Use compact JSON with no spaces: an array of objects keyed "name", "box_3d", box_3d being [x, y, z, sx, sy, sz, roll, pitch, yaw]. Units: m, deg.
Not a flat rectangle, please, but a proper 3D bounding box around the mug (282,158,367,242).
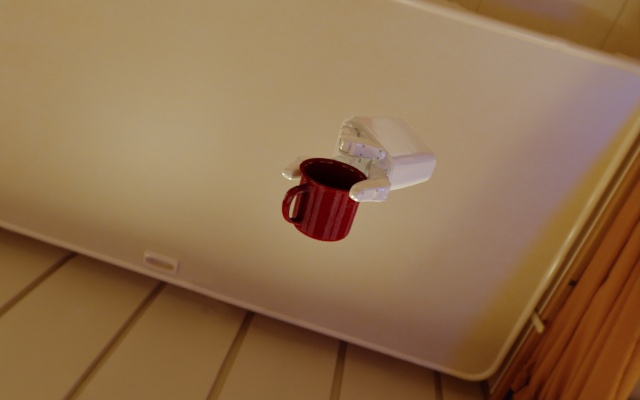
[{"name":"mug","box_3d":[-0.001,0.002,0.620,0.117,0.081,0.093,-11,37,-41]}]
